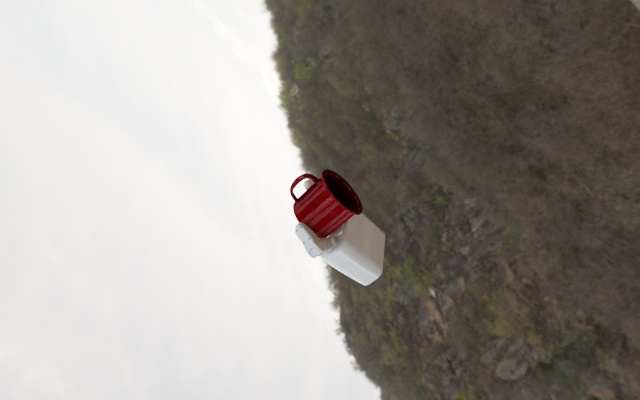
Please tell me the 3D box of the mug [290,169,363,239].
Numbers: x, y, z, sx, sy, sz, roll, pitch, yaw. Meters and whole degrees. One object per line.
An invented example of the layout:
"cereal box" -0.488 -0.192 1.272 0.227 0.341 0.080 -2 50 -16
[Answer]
"mug" -0.001 0.002 0.785 0.117 0.081 0.093 38 26 -25
